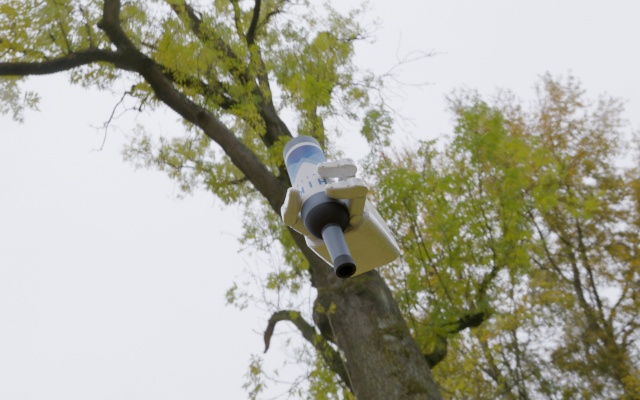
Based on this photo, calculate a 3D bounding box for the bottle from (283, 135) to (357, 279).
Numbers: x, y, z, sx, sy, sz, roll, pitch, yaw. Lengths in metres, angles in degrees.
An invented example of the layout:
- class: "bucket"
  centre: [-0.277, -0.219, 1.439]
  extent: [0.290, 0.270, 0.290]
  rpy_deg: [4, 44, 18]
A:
- class: "bottle"
  centre: [0.000, 0.002, 0.711]
  extent: [0.069, 0.069, 0.295]
  rpy_deg: [0, 36, -16]
